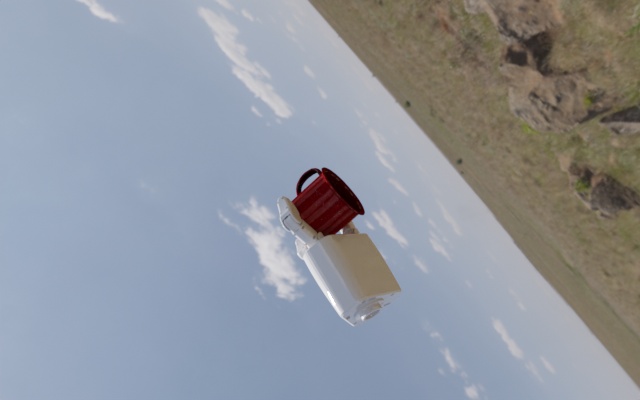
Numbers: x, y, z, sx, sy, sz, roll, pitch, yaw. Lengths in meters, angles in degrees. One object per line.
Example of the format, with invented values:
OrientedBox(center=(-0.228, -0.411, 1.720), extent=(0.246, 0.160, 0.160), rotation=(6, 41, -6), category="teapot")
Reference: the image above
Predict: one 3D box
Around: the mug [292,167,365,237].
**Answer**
OrientedBox(center=(-0.001, 0.001, 0.721), extent=(0.081, 0.117, 0.093), rotation=(-42, -30, 15), category="mug")
